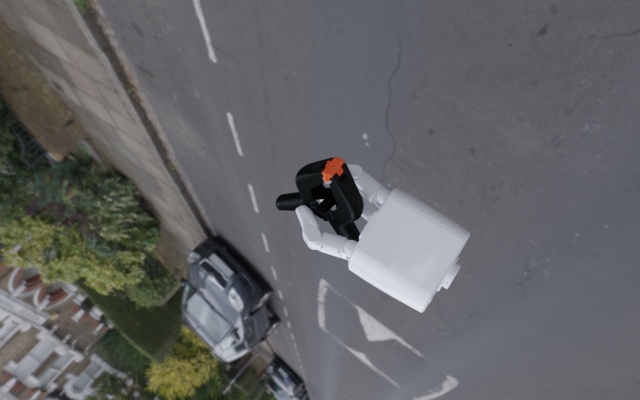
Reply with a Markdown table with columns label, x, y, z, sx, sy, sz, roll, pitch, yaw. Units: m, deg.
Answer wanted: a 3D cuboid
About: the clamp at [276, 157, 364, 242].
| label | x | y | z | sx | sy | sz | roll | pitch | yaw |
| --- | --- | --- | --- | --- | --- | --- | --- | --- | --- |
| clamp | 0.000 | 0.002 | 0.623 | 0.164 | 0.036 | 0.210 | 30 | -24 | 17 |
